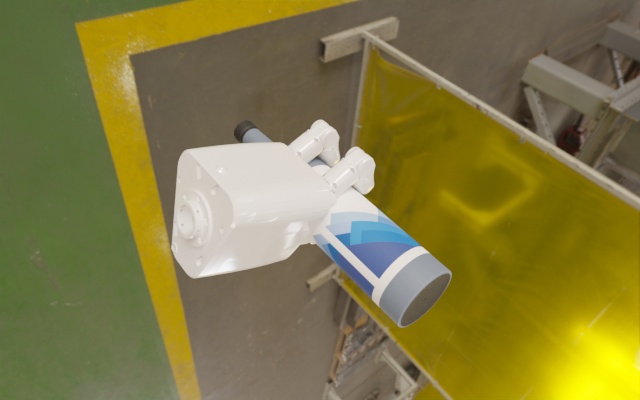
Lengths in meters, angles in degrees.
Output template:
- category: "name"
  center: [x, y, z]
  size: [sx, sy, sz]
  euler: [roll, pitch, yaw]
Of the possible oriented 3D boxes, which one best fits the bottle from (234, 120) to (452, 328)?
- category: "bottle"
  center: [0.000, 0.002, 0.494]
  size: [0.069, 0.069, 0.295]
  euler: [0, 36, -50]
